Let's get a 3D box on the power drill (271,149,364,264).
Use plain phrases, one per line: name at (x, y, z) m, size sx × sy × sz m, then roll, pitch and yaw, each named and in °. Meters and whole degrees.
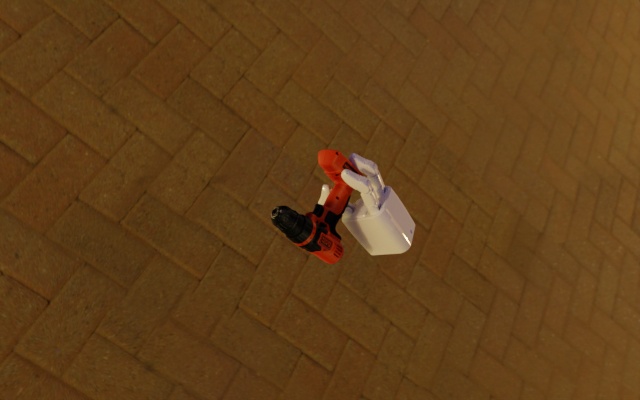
power drill at (0.001, 0.003, 0.880) m, size 0.057 × 0.187 × 0.184 m, roll 6°, pitch -24°, yaw 42°
